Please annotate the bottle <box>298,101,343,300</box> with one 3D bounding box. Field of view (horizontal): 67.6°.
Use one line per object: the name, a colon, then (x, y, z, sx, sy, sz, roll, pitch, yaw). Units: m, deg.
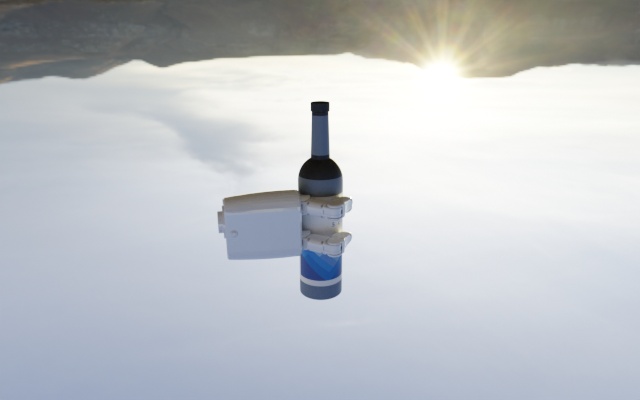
bottle: (0.000, 0.003, 0.711, 0.069, 0.296, 0.069, 0, 19, 0)
